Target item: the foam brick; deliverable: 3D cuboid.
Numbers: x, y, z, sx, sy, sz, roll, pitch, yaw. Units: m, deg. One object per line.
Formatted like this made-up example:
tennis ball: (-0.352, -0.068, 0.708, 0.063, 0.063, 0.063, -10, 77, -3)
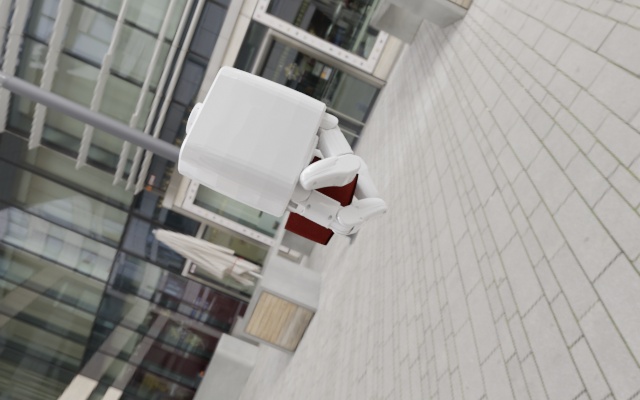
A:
foam brick: (0.000, 0.002, 0.504, 0.051, 0.053, 0.078, 21, -36, -6)
